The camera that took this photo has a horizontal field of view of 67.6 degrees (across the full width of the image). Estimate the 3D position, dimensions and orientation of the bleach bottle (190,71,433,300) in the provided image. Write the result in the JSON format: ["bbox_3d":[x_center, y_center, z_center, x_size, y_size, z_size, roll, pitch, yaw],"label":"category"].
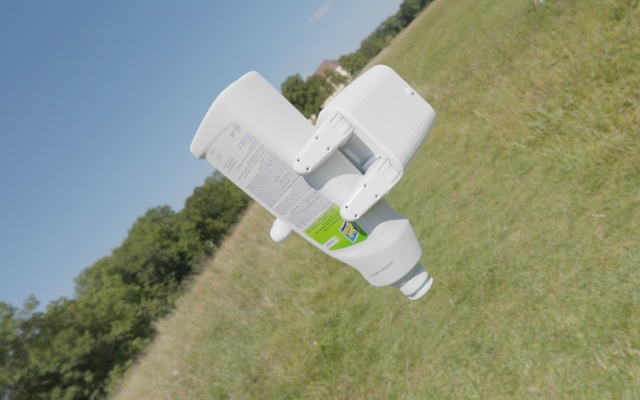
[{"bbox_3d":[0.000,0.001,0.447,0.068,0.251,0.103,-50,5,-40],"label":"bleach bottle"}]
